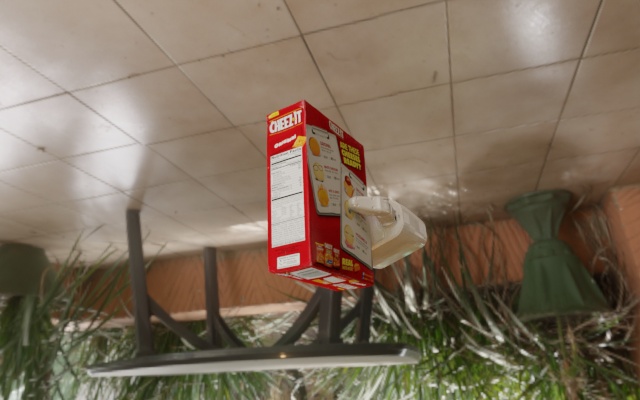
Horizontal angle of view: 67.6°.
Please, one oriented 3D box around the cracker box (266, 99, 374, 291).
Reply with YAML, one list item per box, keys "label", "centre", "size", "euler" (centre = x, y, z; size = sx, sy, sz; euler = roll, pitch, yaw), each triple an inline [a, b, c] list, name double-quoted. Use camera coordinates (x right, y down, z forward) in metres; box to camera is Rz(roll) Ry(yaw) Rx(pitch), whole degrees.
- label: "cracker box"
  centre: [0.000, 0.002, 0.634]
  size: [0.072, 0.213, 0.164]
  euler: [-15, -23, 29]
